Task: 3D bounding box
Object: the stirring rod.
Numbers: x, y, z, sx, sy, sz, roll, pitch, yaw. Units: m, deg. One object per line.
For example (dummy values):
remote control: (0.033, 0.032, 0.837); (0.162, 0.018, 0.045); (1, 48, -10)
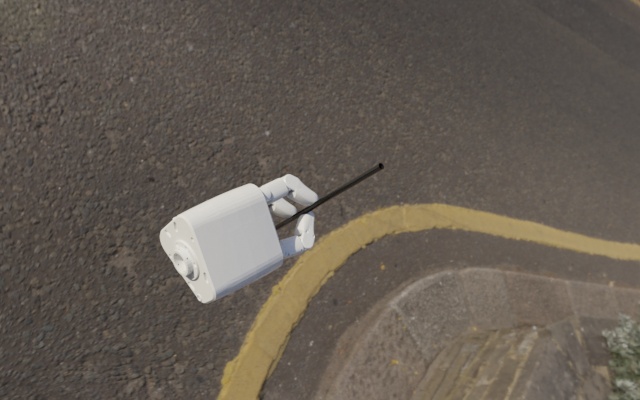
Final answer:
stirring rod: (0.000, 0.002, 0.632); (0.011, 0.011, 0.239); (0, -20, -38)
